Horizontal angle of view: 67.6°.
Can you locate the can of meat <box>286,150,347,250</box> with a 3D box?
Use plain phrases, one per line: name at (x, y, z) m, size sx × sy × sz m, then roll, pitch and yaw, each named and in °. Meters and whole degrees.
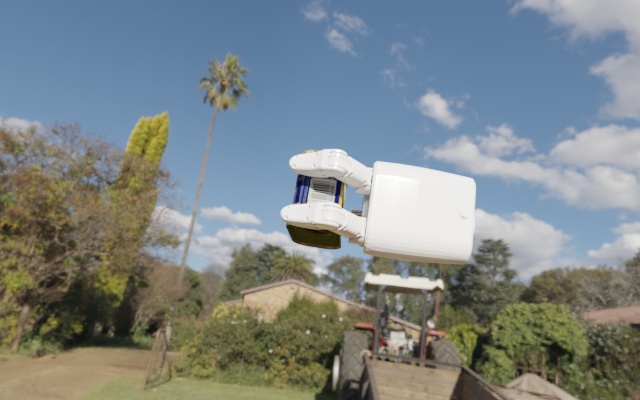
can of meat at (0.000, 0.001, 0.530) m, size 0.057 × 0.084 × 0.102 m, roll 8°, pitch -17°, yaw 5°
